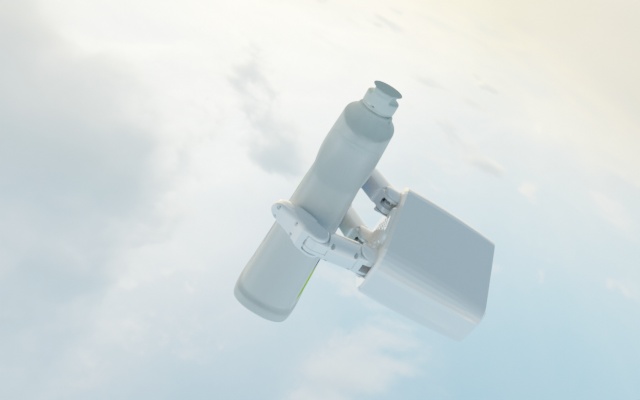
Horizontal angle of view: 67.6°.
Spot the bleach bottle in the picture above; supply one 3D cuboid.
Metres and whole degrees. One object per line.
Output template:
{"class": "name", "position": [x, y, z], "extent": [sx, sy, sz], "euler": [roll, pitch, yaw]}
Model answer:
{"class": "bleach bottle", "position": [0.000, 0.001, 0.462], "extent": [0.068, 0.251, 0.102], "euler": [30, 31, -1]}
